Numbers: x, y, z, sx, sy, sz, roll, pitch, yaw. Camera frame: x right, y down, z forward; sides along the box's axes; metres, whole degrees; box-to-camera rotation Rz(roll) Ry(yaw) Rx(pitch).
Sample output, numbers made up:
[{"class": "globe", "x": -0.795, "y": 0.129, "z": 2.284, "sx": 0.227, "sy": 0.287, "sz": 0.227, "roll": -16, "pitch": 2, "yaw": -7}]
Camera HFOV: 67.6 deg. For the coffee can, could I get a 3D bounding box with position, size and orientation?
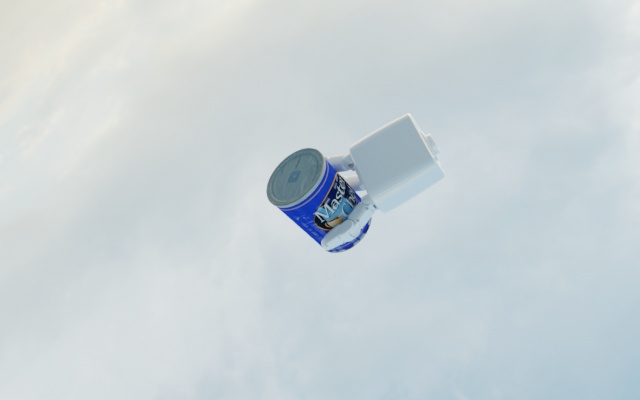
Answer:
[{"class": "coffee can", "x": 0.000, "y": 0.002, "z": 0.732, "sx": 0.103, "sy": 0.102, "sz": 0.140, "roll": 0, "pitch": -33, "yaw": 41}]
